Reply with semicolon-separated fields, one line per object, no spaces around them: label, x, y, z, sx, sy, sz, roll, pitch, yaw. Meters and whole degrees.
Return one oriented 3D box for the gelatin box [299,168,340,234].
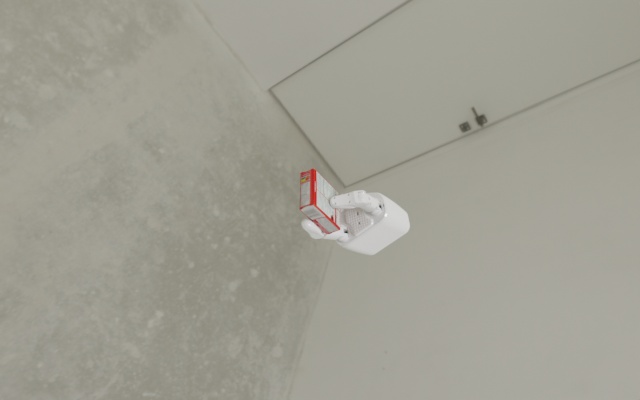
gelatin box;0.000;0.002;0.777;0.030;0.073;0.089;-19;-39;25
